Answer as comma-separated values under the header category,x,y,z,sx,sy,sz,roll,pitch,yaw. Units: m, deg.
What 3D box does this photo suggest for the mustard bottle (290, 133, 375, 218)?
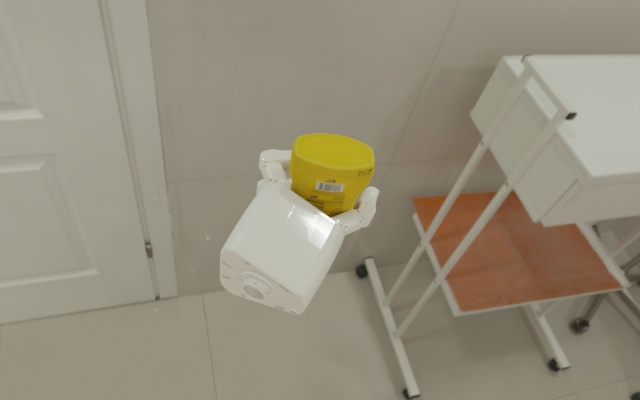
category,x,y,z,sx,sy,sz,roll,pitch,yaw
mustard bottle,0.000,0.002,0.611,0.096,0.058,0.192,6,-39,-8
